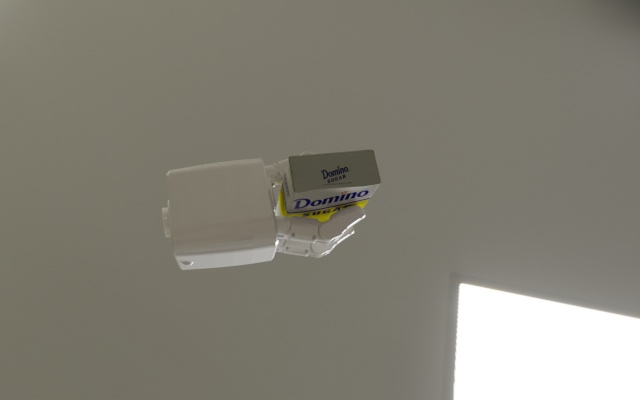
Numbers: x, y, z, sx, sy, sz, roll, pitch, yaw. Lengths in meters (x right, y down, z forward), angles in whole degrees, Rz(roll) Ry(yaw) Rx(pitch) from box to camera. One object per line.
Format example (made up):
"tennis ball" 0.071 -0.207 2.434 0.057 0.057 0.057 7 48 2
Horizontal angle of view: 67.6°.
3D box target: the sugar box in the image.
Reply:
"sugar box" 0.000 0.002 0.556 0.093 0.048 0.176 -6 -18 -12
